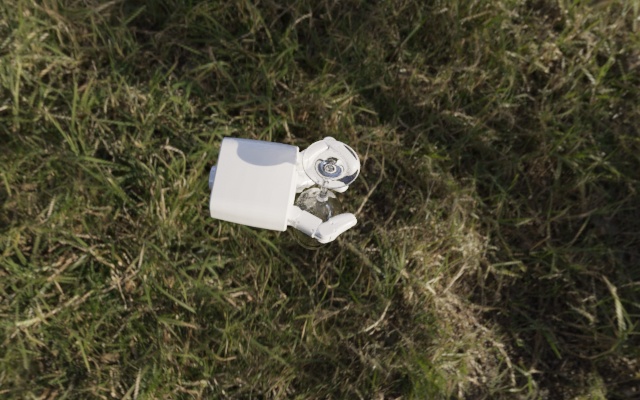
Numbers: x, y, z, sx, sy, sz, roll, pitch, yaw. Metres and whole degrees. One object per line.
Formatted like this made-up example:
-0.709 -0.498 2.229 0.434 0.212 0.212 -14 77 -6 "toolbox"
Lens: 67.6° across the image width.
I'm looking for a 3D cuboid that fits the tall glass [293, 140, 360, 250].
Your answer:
0.000 0.002 0.687 0.079 0.079 0.201 0 -30 -9 "tall glass"
